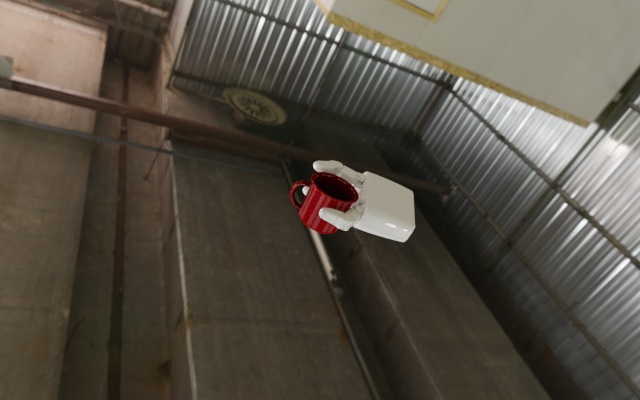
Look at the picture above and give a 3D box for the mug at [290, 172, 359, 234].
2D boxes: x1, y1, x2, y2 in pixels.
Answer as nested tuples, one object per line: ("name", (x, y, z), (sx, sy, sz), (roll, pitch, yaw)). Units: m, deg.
("mug", (-0.001, 0.003, 0.872), (0.117, 0.081, 0.093), (20, 29, -13))
